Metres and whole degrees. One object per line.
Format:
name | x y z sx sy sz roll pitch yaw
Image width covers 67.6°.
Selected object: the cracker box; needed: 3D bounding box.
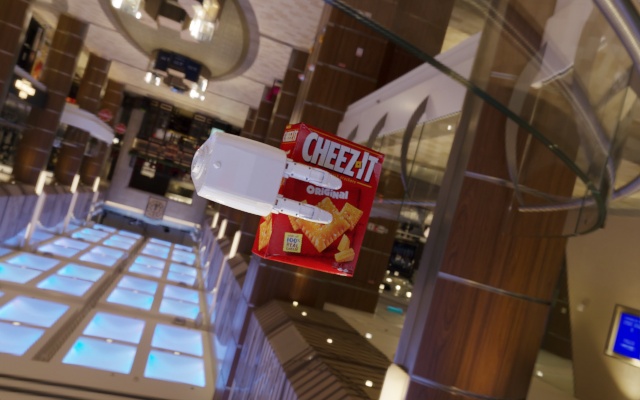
cracker box | 0.000 0.003 0.771 0.164 0.213 0.072 17 -3 -27
